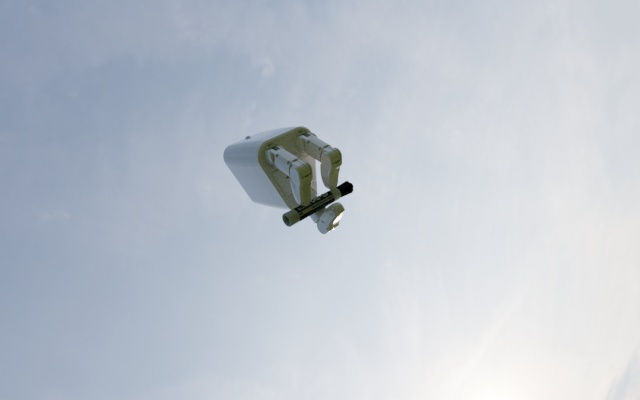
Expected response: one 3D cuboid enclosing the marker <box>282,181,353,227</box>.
[{"bbox_3d":[0.000,0.002,0.642,0.121,0.020,0.020,-28,17,-35],"label":"marker"}]
